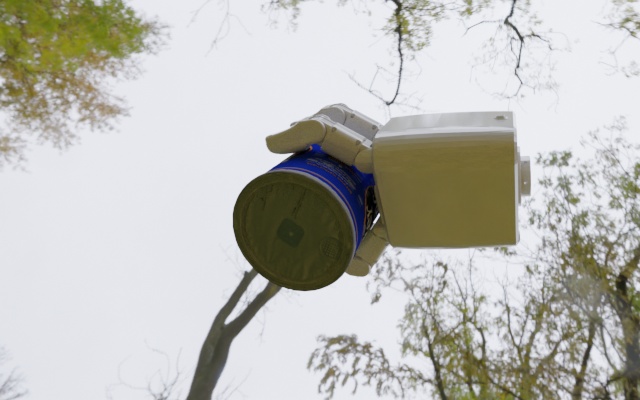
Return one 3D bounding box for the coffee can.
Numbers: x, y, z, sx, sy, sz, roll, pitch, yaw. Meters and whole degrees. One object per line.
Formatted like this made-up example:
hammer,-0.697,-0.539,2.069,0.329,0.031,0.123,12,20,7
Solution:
coffee can,0.000,0.002,0.429,0.103,0.103,0.140,0,21,21
